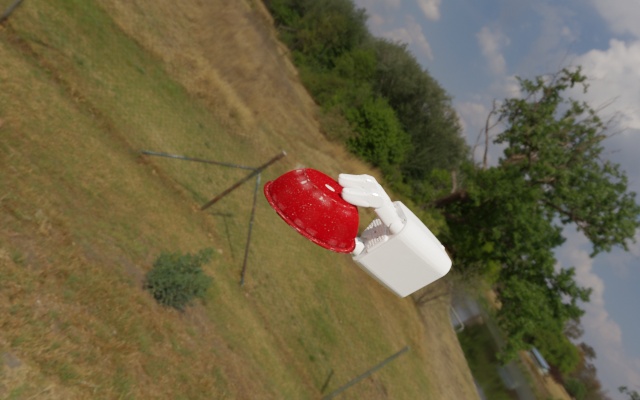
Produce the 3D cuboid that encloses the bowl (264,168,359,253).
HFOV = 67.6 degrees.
[{"bbox_3d":[-0.001,0.001,0.685,0.162,0.055,0.162,32,18,-12],"label":"bowl"}]
